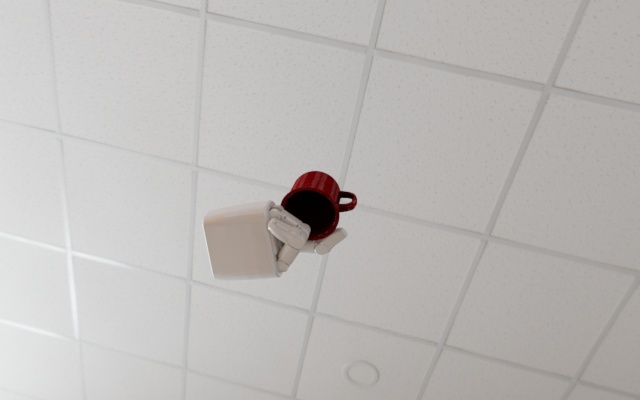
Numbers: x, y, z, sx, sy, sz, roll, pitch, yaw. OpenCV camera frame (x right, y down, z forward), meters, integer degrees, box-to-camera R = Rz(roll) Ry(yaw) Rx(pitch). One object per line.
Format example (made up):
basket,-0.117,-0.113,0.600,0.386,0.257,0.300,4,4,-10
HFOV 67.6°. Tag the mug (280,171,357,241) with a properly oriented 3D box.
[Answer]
mug,0.002,0.002,0.757,0.117,0.093,0.081,-6,25,12
